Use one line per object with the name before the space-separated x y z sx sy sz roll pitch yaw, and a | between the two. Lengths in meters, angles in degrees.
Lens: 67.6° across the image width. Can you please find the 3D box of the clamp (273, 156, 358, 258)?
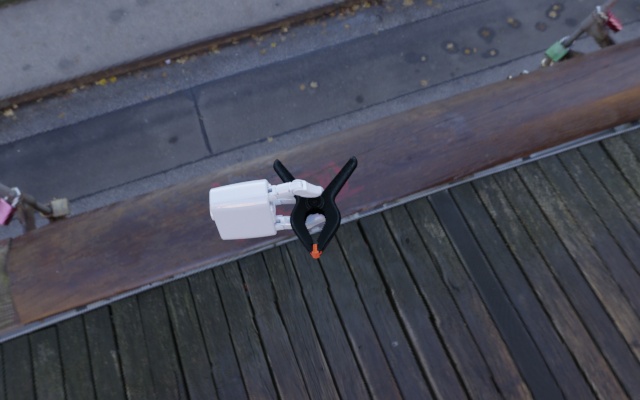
clamp | 0.000 0.003 0.897 0.164 0.210 0.036 -9 -26 1
